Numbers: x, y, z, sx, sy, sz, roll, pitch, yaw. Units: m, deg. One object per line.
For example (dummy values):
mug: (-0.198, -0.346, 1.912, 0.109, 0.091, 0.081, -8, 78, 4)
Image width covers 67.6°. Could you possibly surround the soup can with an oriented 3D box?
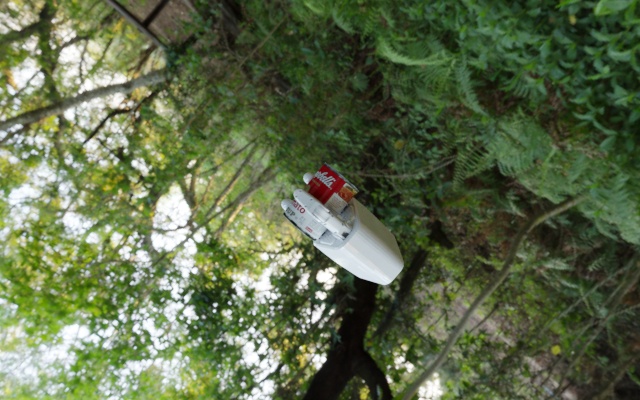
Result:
soup can: (0.000, 0.002, 0.728, 0.068, 0.102, 0.068, 40, 1, -1)
